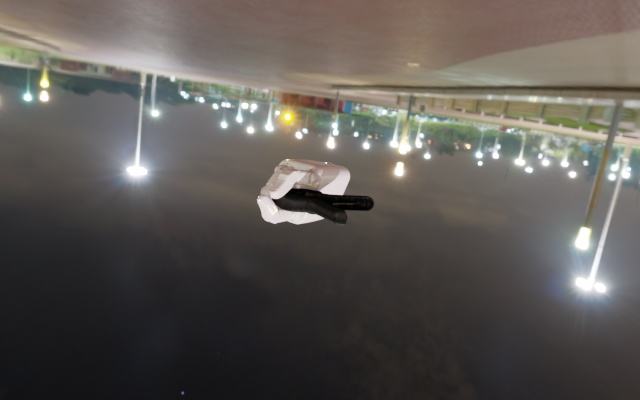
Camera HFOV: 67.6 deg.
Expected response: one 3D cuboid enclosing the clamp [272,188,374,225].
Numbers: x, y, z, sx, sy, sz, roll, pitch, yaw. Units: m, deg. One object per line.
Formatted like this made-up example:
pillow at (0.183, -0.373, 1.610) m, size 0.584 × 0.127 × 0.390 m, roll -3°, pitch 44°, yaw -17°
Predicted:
clamp at (0.000, 0.003, 0.785) m, size 0.171 × 0.039 × 0.120 m, roll 16°, pitch 13°, yaw 34°
